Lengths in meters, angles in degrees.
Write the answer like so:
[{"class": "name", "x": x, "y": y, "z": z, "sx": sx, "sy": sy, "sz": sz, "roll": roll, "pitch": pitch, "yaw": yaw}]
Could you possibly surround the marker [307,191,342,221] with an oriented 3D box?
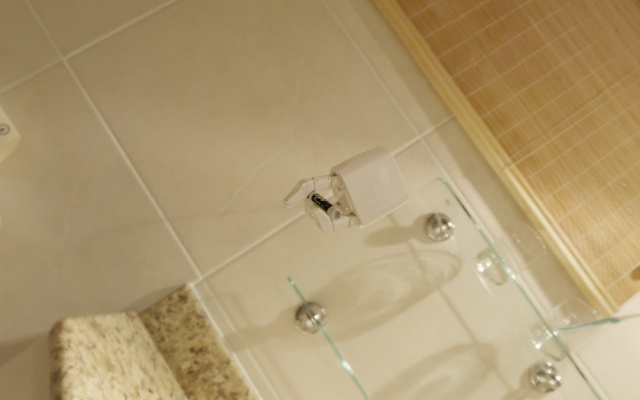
[{"class": "marker", "x": 0.000, "y": 0.003, "z": 0.777, "sx": 0.020, "sy": 0.020, "sz": 0.121, "roll": 0, "pitch": 19, "yaw": -26}]
